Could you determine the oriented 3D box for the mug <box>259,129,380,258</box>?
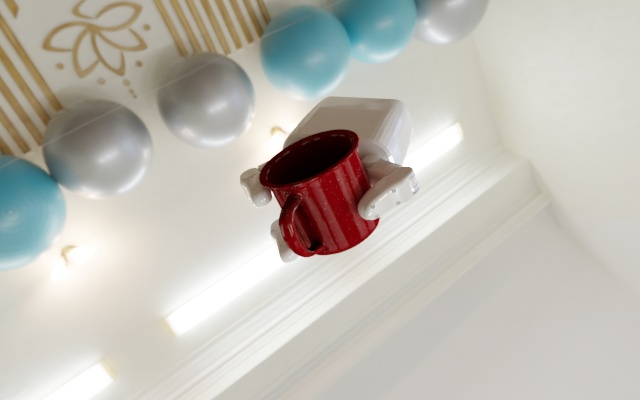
[{"bbox_3d":[0.000,0.002,0.418,0.093,0.081,0.117,-8,32,29],"label":"mug"}]
